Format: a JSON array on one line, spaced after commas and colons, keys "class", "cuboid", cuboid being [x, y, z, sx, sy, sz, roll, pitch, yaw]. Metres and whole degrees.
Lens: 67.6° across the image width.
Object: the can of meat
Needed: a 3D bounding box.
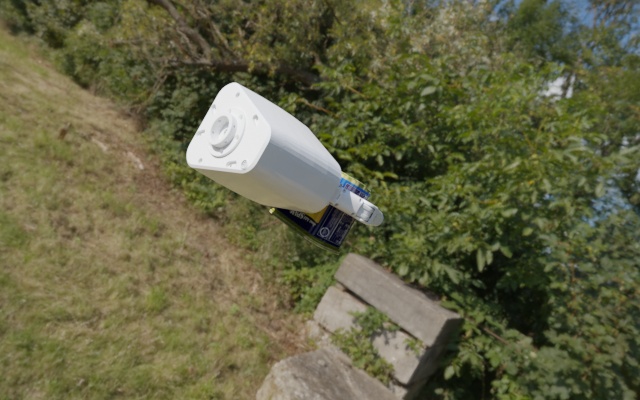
[{"class": "can of meat", "cuboid": [0.000, 0.002, 0.560, 0.057, 0.084, 0.102, 28, 3, -44]}]
